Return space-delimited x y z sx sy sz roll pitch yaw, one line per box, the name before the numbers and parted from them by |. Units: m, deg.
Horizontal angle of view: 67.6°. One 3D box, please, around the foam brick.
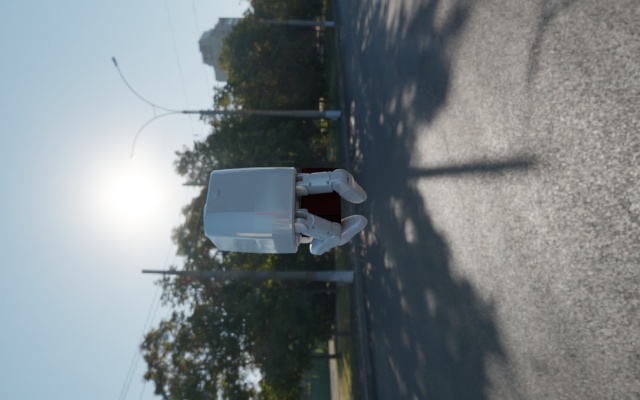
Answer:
foam brick | 0.000 0.002 0.623 0.051 0.078 0.053 -1 -36 0
